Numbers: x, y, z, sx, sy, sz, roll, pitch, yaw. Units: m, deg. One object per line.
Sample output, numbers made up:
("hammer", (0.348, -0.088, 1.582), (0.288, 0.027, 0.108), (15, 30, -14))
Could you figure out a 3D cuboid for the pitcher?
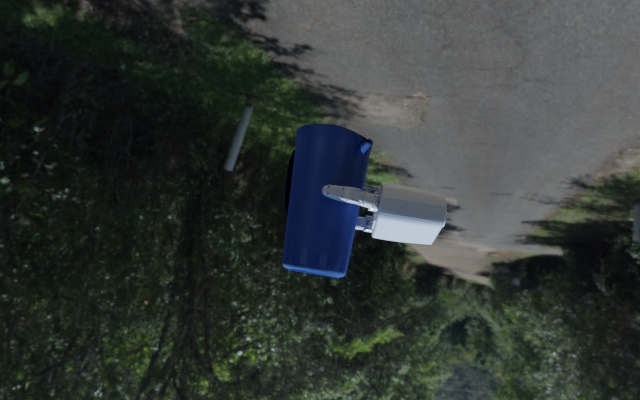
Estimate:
("pitcher", (0.000, 0.003, 0.812), (0.145, 0.242, 0.149), (9, -9, 2))
